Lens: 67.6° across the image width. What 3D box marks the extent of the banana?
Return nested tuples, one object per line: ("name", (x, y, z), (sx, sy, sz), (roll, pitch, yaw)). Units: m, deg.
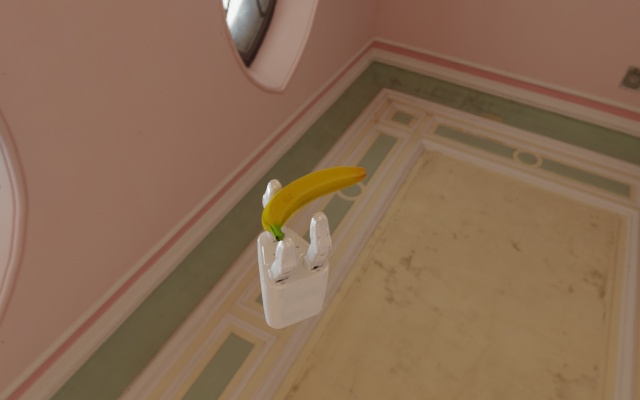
("banana", (-0.017, -0.004, 0.651), (0.069, 0.037, 0.197), (29, 45, 25))
